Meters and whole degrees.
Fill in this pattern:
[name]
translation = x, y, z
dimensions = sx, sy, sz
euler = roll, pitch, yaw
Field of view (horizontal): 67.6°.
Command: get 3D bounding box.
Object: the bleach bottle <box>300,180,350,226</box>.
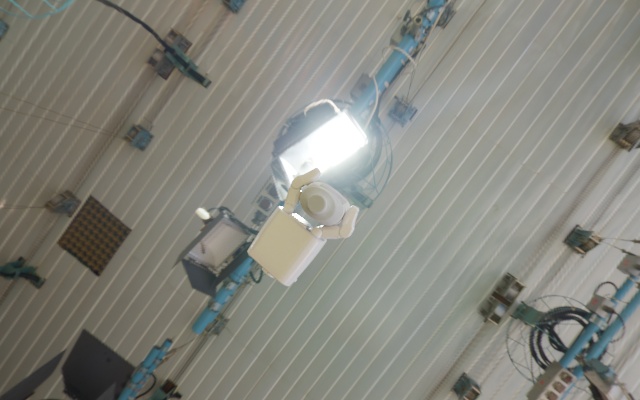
[bleach bottle]
translation = 0.000, 0.003, 0.880
dimensions = 0.102, 0.068, 0.251
euler = 36, 3, 6
